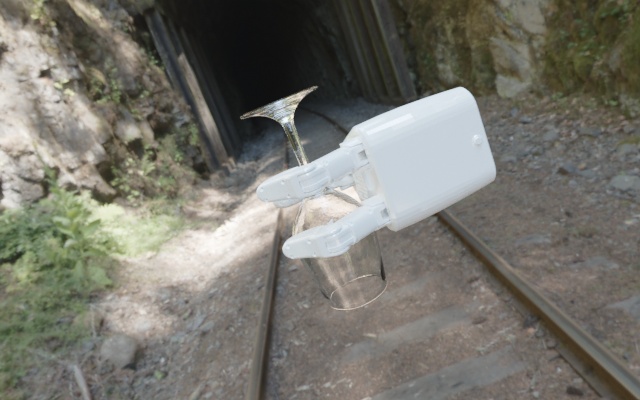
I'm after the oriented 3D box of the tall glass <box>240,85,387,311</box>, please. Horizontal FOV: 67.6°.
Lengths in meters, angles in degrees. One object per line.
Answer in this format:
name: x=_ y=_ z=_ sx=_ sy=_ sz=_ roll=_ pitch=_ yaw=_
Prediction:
tall glass: x=0.000 y=0.001 z=0.445 sx=0.079 sy=0.201 sz=0.079 roll=-21 pitch=14 yaw=5
